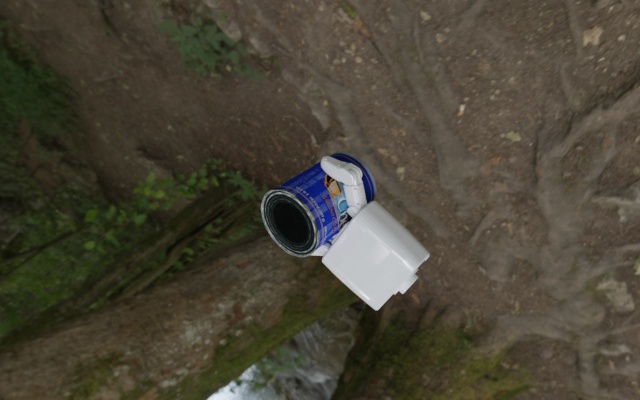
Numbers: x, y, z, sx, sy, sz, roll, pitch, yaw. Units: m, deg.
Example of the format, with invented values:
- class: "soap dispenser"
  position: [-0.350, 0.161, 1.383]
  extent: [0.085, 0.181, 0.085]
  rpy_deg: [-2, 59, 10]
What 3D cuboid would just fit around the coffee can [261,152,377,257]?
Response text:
- class: "coffee can"
  position: [0.000, 0.002, 0.684]
  extent: [0.103, 0.103, 0.140]
  rpy_deg: [0, 25, 43]
